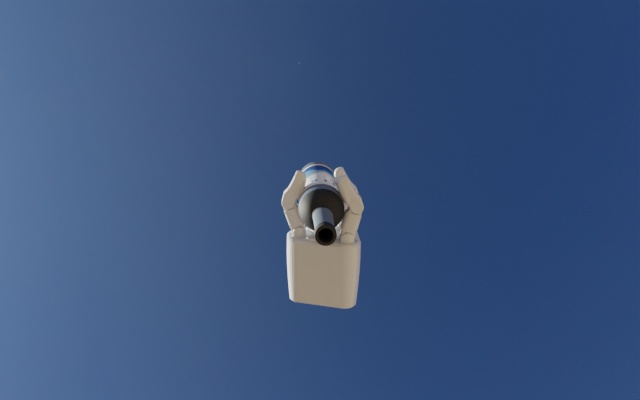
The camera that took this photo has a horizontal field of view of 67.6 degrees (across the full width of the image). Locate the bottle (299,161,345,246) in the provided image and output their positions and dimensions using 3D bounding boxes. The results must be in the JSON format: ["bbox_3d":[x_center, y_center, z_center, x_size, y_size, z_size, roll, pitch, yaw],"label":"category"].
[{"bbox_3d":[0.000,0.002,0.724,0.069,0.069,0.295,0,16,-3],"label":"bottle"}]
